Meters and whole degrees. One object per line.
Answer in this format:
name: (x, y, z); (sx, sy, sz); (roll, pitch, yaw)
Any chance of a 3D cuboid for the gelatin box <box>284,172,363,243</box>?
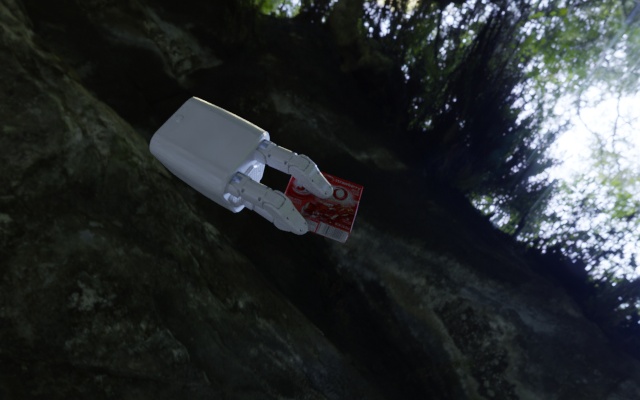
gelatin box: (0.000, 0.002, 0.580); (0.089, 0.073, 0.030); (20, -37, -2)
